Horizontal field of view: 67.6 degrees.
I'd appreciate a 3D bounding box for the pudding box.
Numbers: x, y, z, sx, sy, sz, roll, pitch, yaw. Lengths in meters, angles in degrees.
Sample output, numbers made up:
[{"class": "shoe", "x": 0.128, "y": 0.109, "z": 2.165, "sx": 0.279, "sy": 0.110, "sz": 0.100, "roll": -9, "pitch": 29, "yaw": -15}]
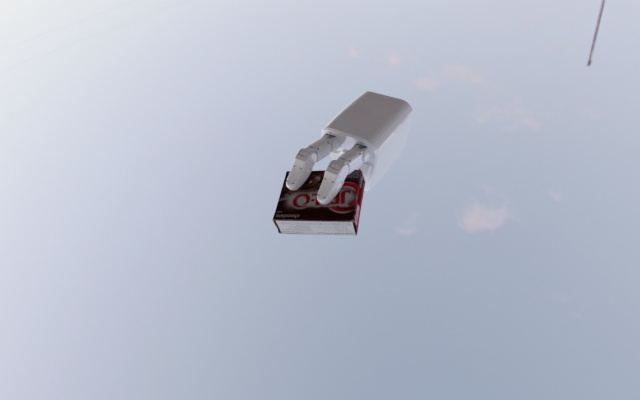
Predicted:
[{"class": "pudding box", "x": 0.000, "y": 0.002, "z": 0.654, "sx": 0.113, "sy": 0.090, "sz": 0.039, "roll": -2, "pitch": -42, "yaw": 16}]
